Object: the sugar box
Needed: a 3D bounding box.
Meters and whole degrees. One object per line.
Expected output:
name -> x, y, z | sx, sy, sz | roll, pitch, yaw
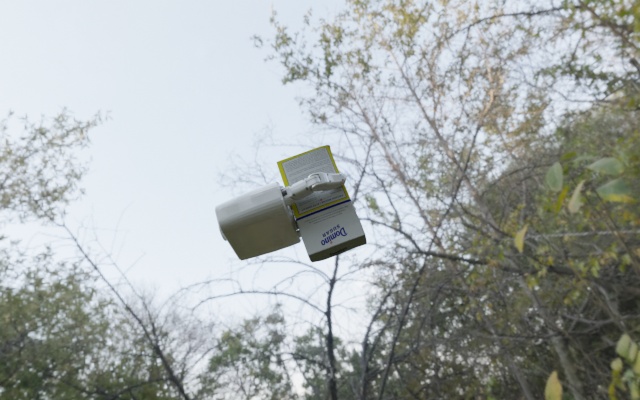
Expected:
sugar box -> 0.000, 0.003, 0.756 | 0.093, 0.176, 0.048 | -20, -25, 0
